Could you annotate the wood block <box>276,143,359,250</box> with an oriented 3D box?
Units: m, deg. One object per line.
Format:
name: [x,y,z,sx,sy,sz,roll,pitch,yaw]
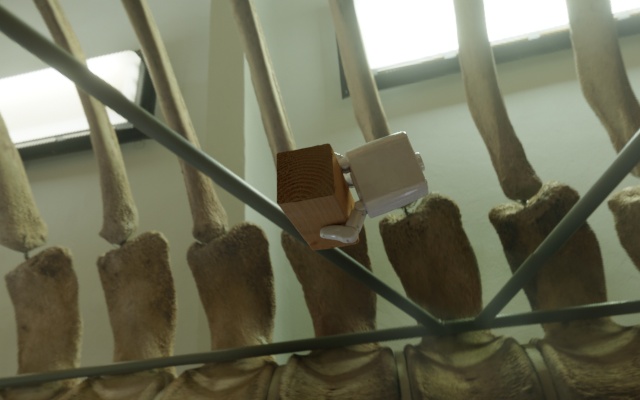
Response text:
wood block: [0.001,0.003,0.797,0.090,0.090,0.206,-9,-27,11]
